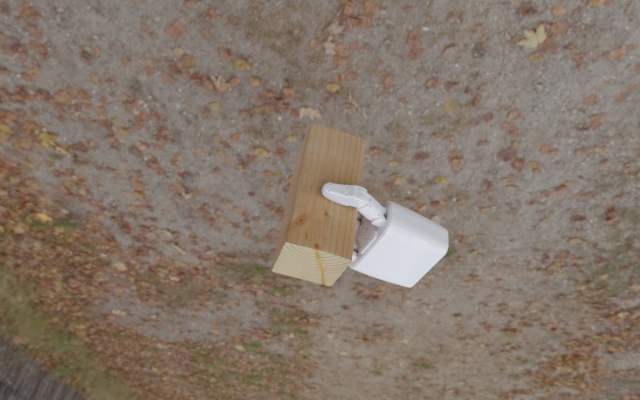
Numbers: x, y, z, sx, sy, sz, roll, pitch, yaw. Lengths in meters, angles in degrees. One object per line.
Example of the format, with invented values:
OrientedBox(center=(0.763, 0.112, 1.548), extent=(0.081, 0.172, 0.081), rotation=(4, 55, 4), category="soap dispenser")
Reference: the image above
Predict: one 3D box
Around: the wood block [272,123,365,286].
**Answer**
OrientedBox(center=(0.001, 0.002, 0.682), extent=(0.090, 0.206, 0.091), rotation=(16, -36, -10), category="wood block")
